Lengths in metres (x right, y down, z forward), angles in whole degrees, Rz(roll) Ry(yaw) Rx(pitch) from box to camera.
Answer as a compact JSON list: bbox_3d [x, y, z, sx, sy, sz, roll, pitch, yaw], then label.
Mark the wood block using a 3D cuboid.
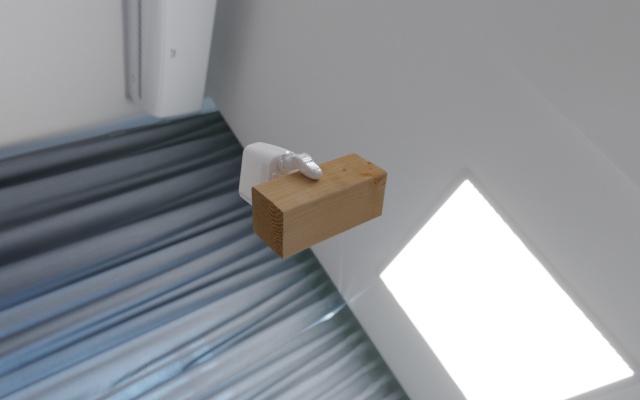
[{"bbox_3d":[0.000,0.002,0.779,0.206,0.091,0.090,-22,40,-32],"label":"wood block"}]
